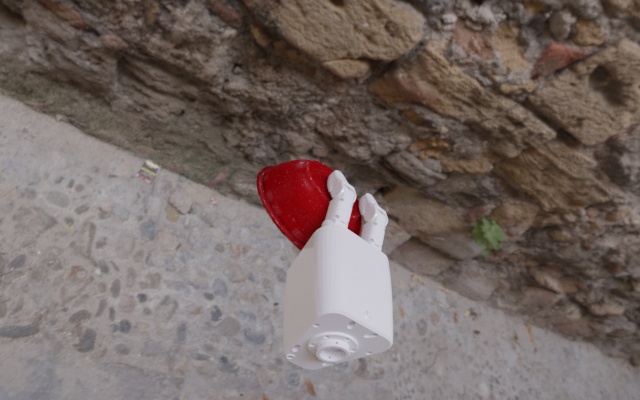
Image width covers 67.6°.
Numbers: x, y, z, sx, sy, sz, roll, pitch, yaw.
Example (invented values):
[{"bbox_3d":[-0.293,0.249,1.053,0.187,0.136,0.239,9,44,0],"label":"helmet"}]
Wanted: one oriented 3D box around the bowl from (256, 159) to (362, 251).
[{"bbox_3d":[0.000,0.001,0.594,0.055,0.162,0.162,-43,-20,22],"label":"bowl"}]
